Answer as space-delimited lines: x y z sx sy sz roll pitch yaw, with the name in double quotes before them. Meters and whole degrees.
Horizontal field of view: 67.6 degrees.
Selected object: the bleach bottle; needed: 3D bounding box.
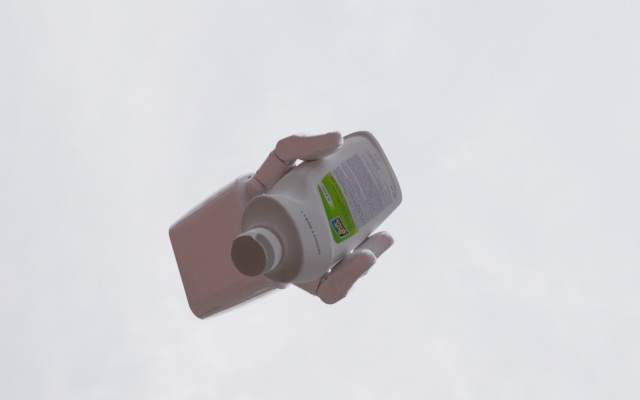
"bleach bottle" 0.000 0.001 0.425 0.068 0.102 0.250 -28 0 28
